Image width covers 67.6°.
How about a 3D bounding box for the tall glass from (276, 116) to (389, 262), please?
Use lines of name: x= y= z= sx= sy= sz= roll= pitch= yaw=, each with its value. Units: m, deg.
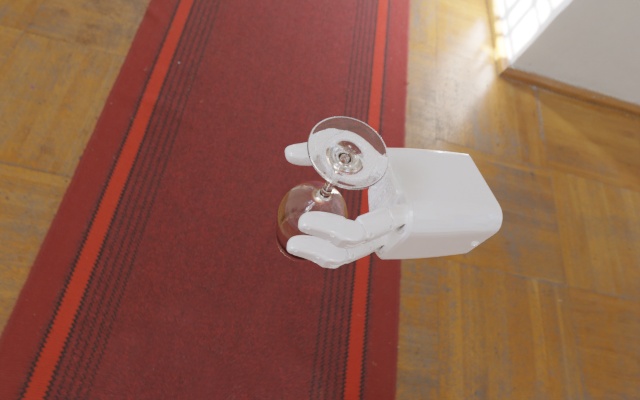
tall glass: x=0.000 y=0.001 z=0.499 sx=0.079 sy=0.079 sz=0.201 roll=0 pitch=-26 yaw=-16
